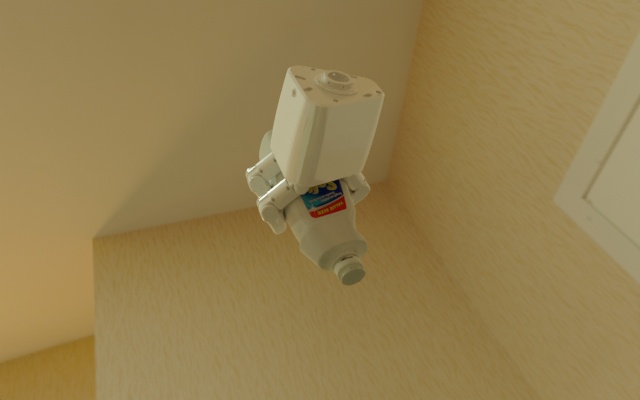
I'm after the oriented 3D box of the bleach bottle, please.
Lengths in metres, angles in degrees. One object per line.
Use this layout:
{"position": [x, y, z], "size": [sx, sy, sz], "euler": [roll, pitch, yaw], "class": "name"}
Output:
{"position": [0.000, 0.002, 0.605], "size": [0.102, 0.068, 0.250], "euler": [-3, 41, -25], "class": "bleach bottle"}
